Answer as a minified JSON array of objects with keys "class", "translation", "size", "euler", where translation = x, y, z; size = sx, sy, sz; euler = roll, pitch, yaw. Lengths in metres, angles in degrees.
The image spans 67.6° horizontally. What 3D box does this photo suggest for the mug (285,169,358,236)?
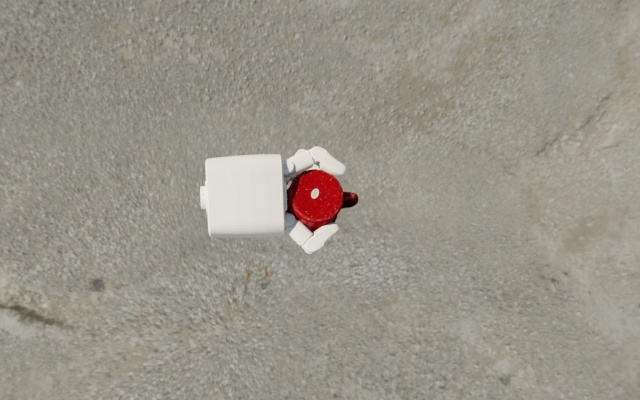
[{"class":"mug","translation":[0.002,0.002,0.720],"size":[0.117,0.093,0.081],"euler":[-1,-15,-10]}]
